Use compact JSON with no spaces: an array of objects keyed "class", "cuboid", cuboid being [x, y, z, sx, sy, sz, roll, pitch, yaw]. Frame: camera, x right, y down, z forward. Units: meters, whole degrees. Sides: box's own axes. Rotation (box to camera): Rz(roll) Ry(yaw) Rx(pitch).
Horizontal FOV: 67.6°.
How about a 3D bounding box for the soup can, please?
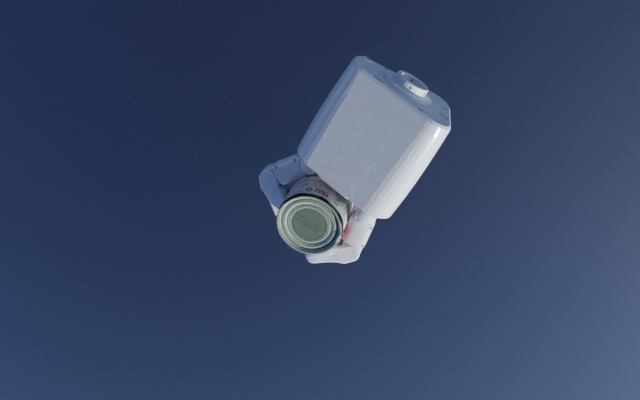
[{"class":"soup can","cuboid":[0.000,0.002,0.498,0.068,0.068,0.102,0,27,14]}]
